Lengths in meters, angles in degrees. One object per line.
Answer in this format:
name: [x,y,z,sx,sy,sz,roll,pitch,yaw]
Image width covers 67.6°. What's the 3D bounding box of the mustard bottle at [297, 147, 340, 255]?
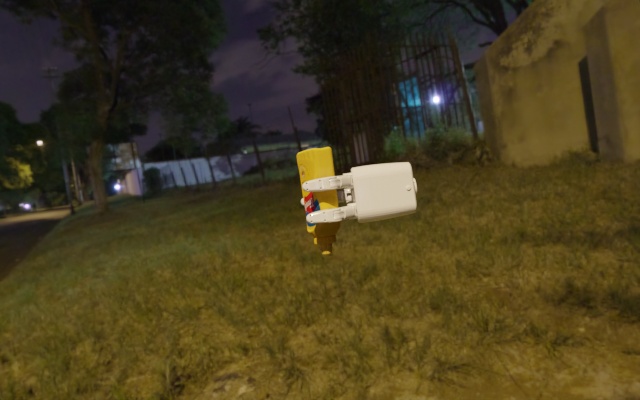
mustard bottle: [0.000,0.003,0.872,0.058,0.191,0.096,-8,1,-23]
